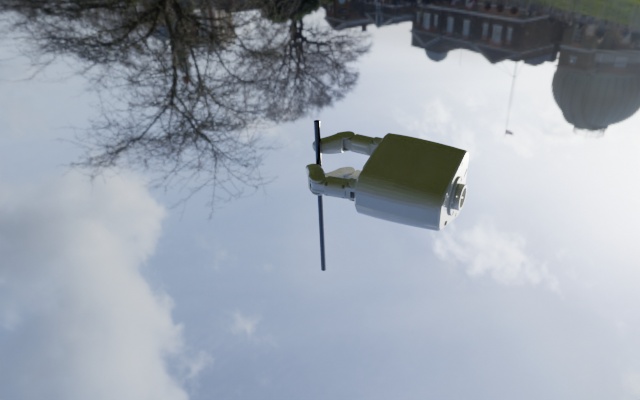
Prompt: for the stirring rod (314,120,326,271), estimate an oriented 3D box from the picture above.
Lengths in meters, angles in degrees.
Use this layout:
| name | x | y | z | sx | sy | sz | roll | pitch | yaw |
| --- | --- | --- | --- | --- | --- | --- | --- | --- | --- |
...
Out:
| name | x | y | z | sx | sy | sz | roll | pitch | yaw |
| --- | --- | --- | --- | --- | --- | --- | --- | --- | --- |
| stirring rod | 0.000 | 0.002 | 0.668 | 0.011 | 0.240 | 0.011 | -2 | 31 | 1 |
